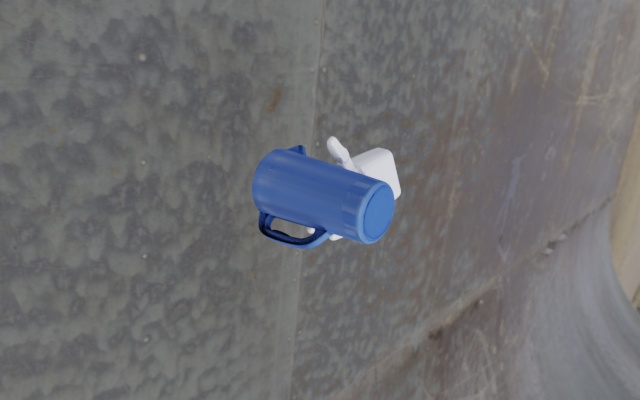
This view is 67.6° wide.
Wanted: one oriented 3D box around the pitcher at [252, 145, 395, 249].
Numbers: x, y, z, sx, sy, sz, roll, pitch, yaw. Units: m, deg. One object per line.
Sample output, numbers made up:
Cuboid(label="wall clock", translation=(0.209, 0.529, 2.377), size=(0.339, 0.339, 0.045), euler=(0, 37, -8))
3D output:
Cuboid(label="pitcher", translation=(0.000, 0.003, 0.849), size=(0.243, 0.149, 0.145), euler=(18, 31, 37))
